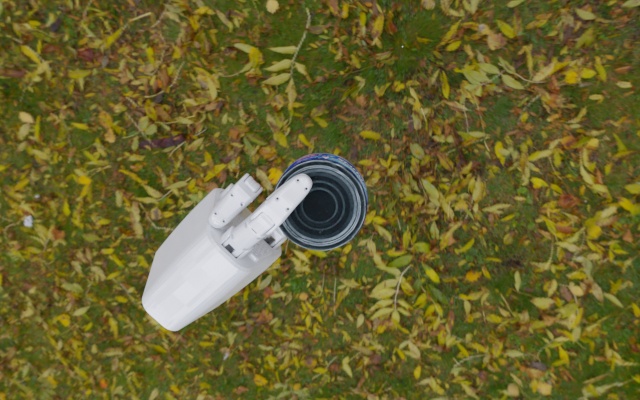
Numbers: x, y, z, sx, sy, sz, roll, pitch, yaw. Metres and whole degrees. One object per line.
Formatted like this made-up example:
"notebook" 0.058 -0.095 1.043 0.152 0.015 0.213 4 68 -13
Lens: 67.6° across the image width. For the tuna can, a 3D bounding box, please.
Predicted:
"tuna can" 0.000 0.002 0.432 0.086 0.086 0.033 0 14 5
